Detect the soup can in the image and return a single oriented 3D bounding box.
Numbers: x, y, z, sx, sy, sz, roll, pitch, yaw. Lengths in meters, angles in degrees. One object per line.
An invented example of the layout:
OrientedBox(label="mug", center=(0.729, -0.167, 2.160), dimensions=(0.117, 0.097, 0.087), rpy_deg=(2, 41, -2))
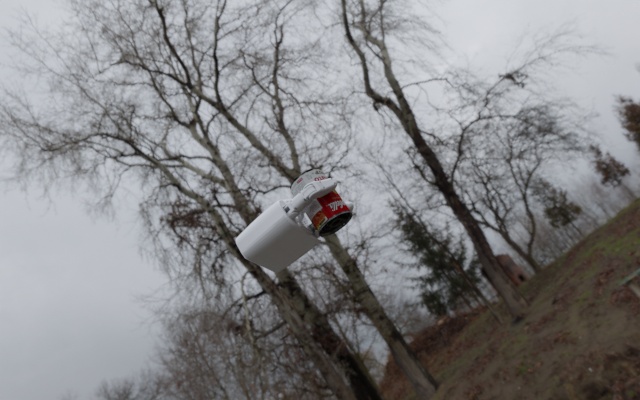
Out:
OrientedBox(label="soup can", center=(0.000, 0.002, 0.828), dimensions=(0.068, 0.102, 0.068), rpy_deg=(-28, -24, -14))
